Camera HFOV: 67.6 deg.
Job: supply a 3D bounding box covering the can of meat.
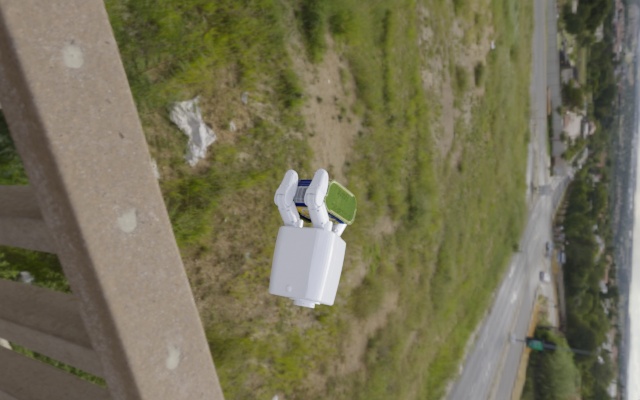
[{"bbox_3d":[0.000,0.003,0.775,0.084,0.057,0.102,2,-19,34],"label":"can of meat"}]
